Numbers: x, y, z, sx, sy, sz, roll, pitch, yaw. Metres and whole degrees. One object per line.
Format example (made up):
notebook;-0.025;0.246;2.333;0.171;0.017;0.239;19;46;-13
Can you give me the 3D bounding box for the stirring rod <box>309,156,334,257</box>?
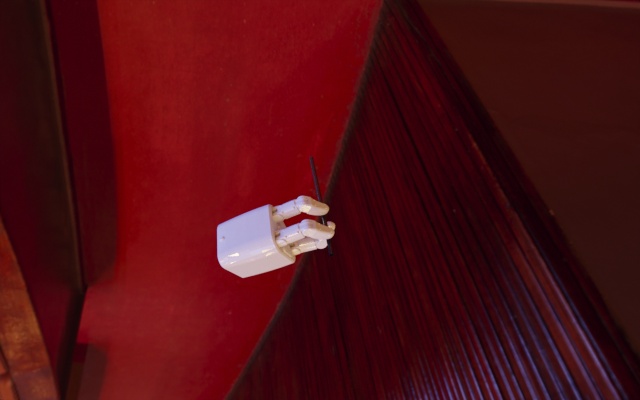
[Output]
stirring rod;0.000;0.003;0.873;0.011;0.239;0.011;-7;-42;-6
